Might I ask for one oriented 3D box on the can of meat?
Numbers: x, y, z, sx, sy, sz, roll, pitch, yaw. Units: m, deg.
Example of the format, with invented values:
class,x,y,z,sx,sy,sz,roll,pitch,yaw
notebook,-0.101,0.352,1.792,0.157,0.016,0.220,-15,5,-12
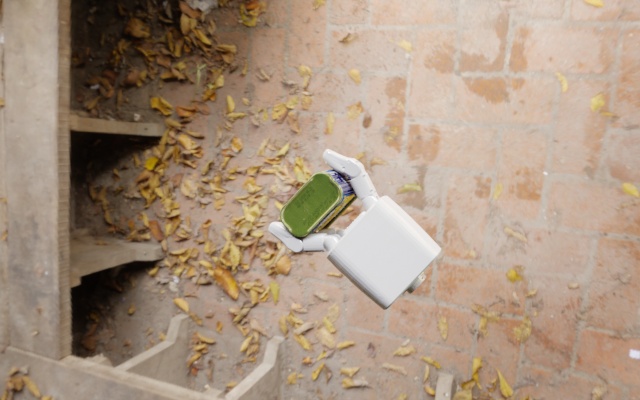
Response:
class,x,y,z,sx,sy,sz,roll,pitch,yaw
can of meat,0.000,0.002,0.668,0.102,0.057,0.084,-46,-10,19
